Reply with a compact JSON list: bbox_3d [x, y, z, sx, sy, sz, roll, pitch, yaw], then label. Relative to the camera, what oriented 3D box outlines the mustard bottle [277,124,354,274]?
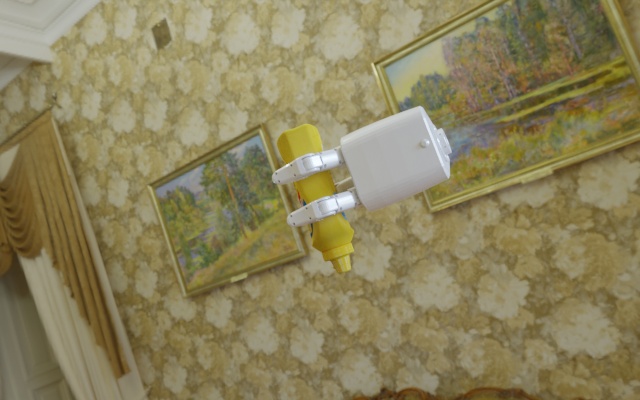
[{"bbox_3d":[0.000,0.002,0.625,0.058,0.191,0.096,-19,-6,-4],"label":"mustard bottle"}]
